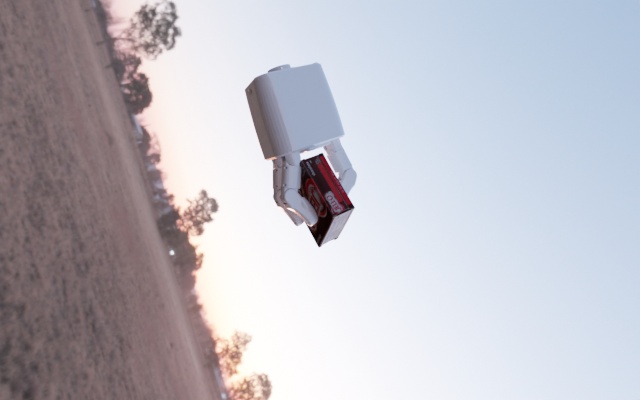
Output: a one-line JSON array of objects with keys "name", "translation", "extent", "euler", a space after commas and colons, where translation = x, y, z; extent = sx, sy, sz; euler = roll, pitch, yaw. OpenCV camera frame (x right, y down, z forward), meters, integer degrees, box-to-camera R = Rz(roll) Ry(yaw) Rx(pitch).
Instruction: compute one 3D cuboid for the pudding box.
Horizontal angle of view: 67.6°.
[{"name": "pudding box", "translation": [0.000, 0.002, 0.653], "extent": [0.039, 0.090, 0.113], "euler": [-22, -20, -18]}]
